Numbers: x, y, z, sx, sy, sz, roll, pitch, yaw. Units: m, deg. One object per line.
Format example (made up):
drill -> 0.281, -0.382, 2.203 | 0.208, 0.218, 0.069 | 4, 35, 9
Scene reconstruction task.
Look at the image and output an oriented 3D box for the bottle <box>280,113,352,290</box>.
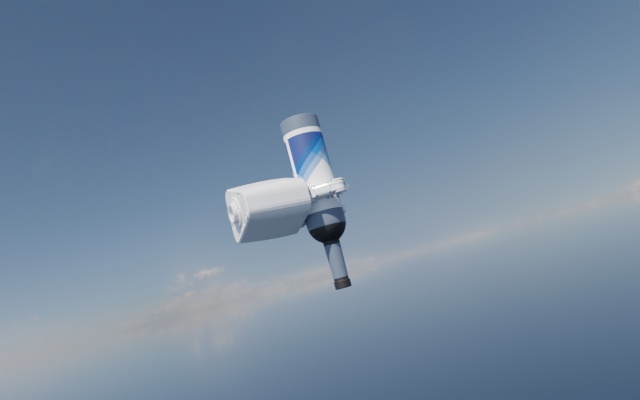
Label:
bottle -> 0.000, 0.002, 0.802 | 0.069, 0.295, 0.069 | -15, -9, -2
